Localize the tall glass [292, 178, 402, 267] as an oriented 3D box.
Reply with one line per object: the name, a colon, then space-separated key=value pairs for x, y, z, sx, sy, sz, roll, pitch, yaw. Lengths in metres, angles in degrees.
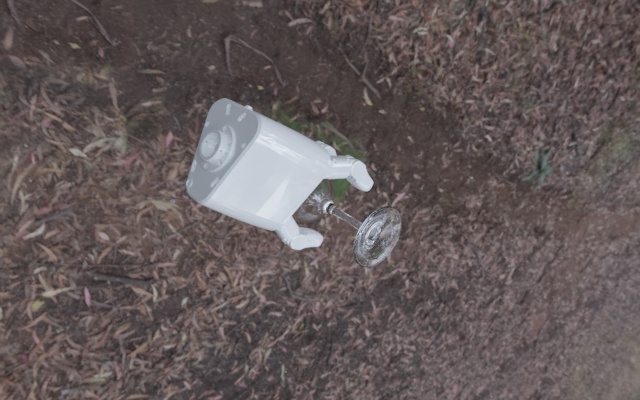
tall glass: x=0.001 y=0.002 z=0.588 sx=0.079 sy=0.079 sz=0.201 roll=0 pitch=23 yaw=-44
